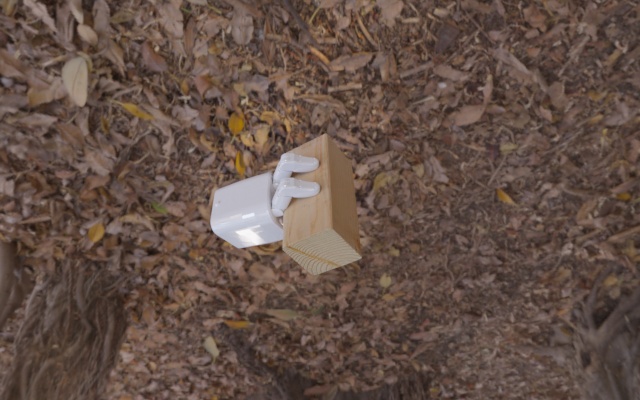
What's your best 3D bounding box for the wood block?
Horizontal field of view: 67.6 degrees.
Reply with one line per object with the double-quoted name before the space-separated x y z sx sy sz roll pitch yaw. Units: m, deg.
"wood block" 0.000 0.003 0.776 0.090 0.206 0.091 -24 -46 22
